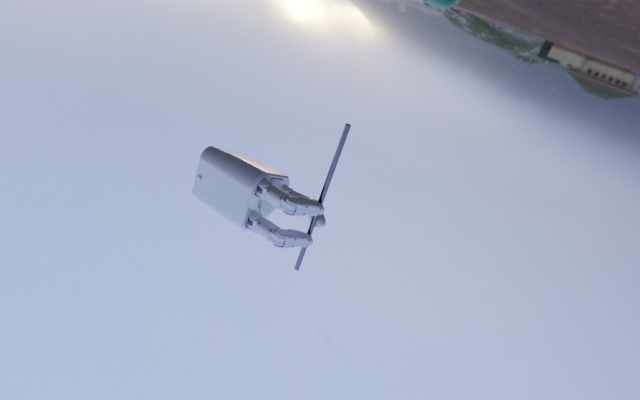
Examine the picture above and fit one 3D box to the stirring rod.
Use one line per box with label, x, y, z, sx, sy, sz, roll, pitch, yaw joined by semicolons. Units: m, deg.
stirring rod;0.000;0.002;0.685;0.011;0.240;0.011;16;25;-8
